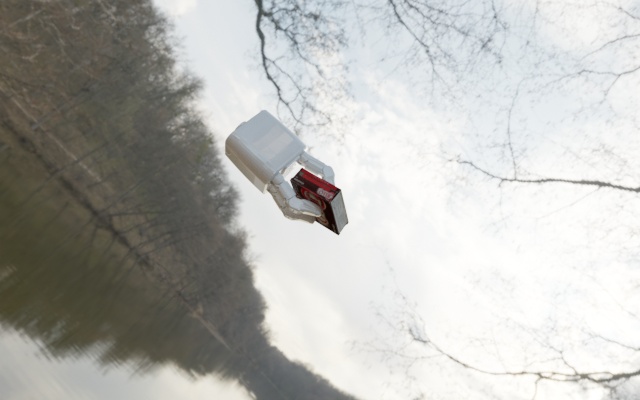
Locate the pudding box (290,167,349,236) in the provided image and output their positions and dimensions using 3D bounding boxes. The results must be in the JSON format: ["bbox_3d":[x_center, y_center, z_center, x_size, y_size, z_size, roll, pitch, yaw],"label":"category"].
[{"bbox_3d":[0.000,0.003,0.845,0.090,0.039,0.114,31,-20,28],"label":"pudding box"}]
